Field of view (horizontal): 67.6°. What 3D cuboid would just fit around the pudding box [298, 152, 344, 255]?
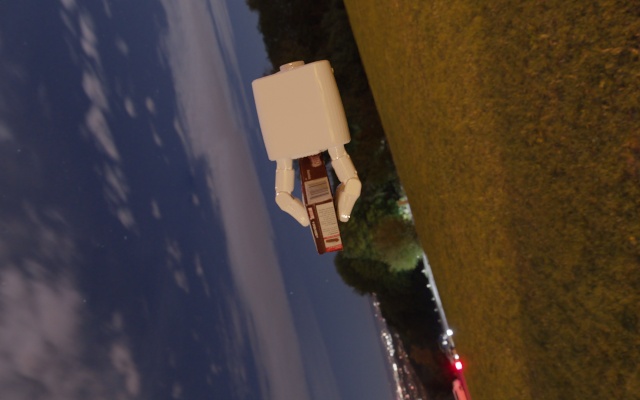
[{"bbox_3d":[0.000,0.002,0.644,0.039,0.090,0.113,-12,38,3],"label":"pudding box"}]
